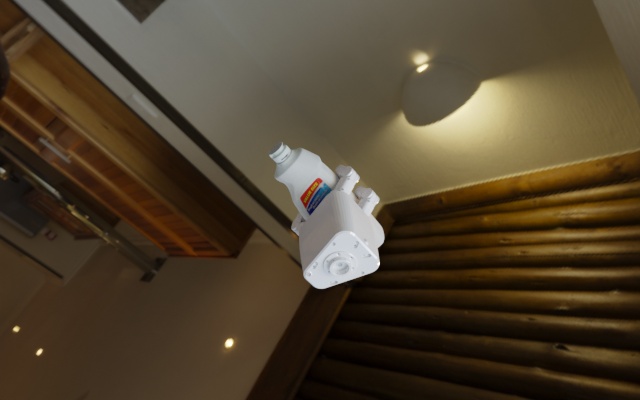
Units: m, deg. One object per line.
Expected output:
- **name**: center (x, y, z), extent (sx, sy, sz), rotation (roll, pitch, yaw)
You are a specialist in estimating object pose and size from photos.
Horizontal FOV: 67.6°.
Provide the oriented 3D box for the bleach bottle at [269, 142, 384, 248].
- **bleach bottle**: center (0.000, 0.003, 0.808), extent (0.102, 0.251, 0.068), rotation (-35, 29, 18)
